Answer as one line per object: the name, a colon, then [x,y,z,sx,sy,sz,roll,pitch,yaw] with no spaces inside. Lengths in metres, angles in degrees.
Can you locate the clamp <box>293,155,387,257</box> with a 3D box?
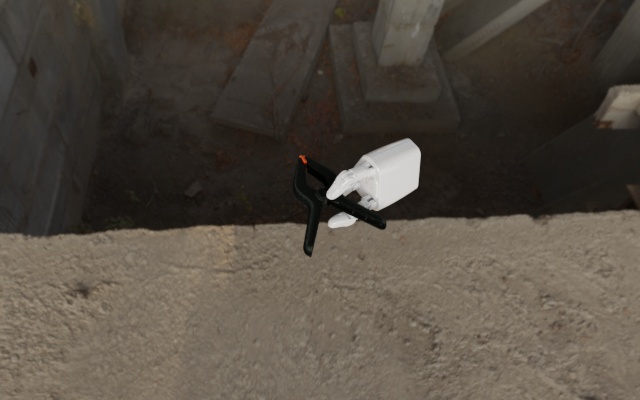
clamp: [0.000,0.002,0.884,0.164,0.210,0.036,-24,-28,-25]
